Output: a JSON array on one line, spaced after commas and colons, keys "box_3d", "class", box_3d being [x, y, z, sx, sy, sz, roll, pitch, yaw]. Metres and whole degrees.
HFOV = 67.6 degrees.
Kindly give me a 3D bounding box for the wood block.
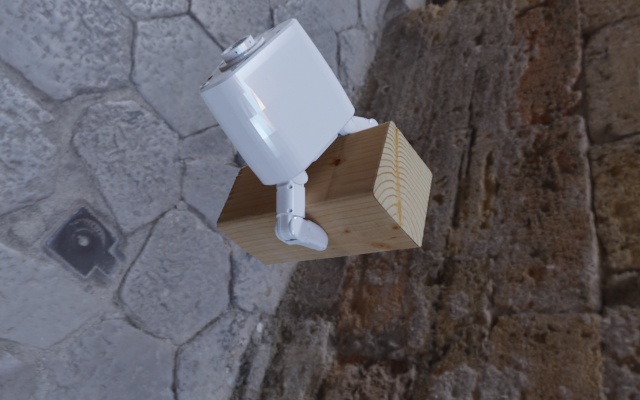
[{"box_3d": [0.000, 0.002, 0.507, 0.206, 0.090, 0.090, -12, -42, 38], "class": "wood block"}]
